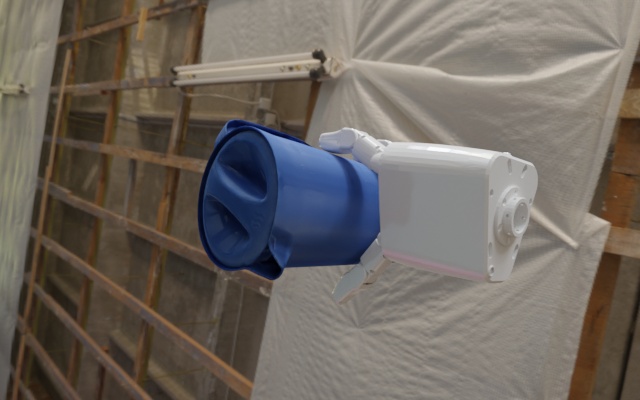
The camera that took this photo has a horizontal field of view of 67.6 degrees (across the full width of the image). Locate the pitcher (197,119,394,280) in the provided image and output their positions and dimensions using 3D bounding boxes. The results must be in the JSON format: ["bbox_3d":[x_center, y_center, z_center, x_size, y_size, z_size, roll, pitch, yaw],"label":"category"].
[{"bbox_3d":[0.000,0.002,0.517,0.243,0.149,0.145,9,-1,-43],"label":"pitcher"}]
